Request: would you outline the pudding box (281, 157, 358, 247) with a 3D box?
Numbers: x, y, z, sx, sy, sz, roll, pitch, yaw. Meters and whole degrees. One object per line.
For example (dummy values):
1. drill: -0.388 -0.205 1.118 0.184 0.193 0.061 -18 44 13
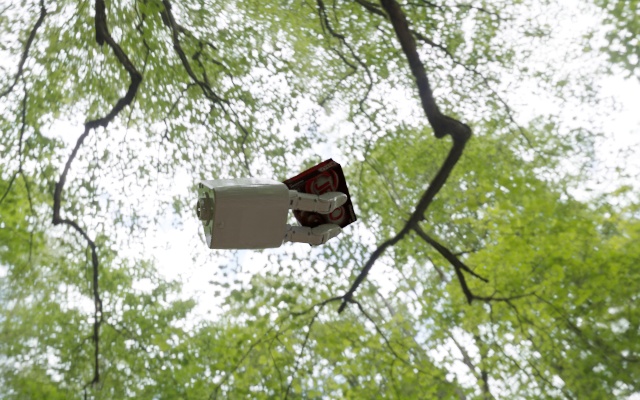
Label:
1. pudding box: 0.000 0.002 0.736 0.090 0.114 0.039 -28 37 -13
